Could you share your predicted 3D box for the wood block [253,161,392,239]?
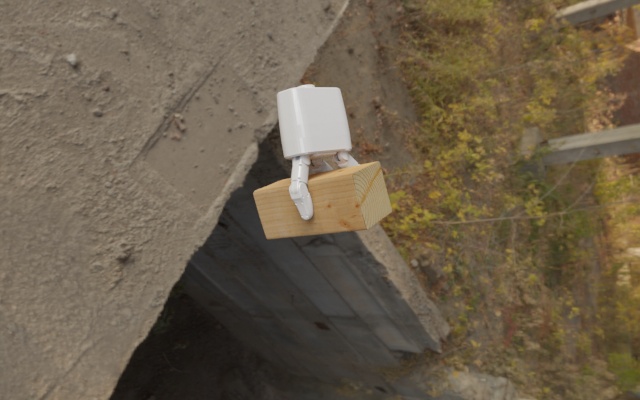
[{"bbox_3d":[0.000,0.002,0.799,0.206,0.090,0.091,-9,11,37],"label":"wood block"}]
